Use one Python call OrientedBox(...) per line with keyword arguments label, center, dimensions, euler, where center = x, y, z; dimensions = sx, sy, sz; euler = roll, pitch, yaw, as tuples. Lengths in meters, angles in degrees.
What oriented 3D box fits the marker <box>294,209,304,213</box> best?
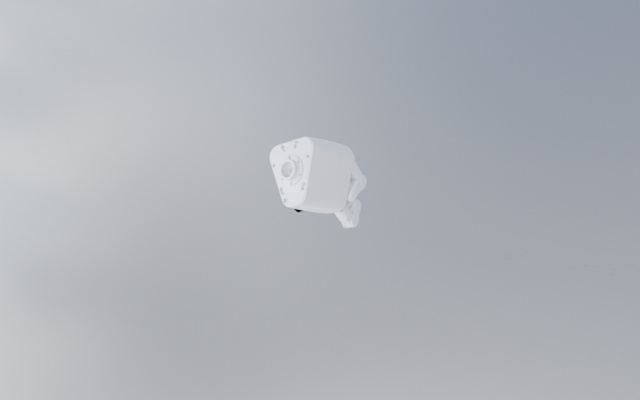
OrientedBox(label="marker", center=(0.000, 0.003, 0.852), dimensions=(0.121, 0.020, 0.020), euler=(-13, -8, 36))
